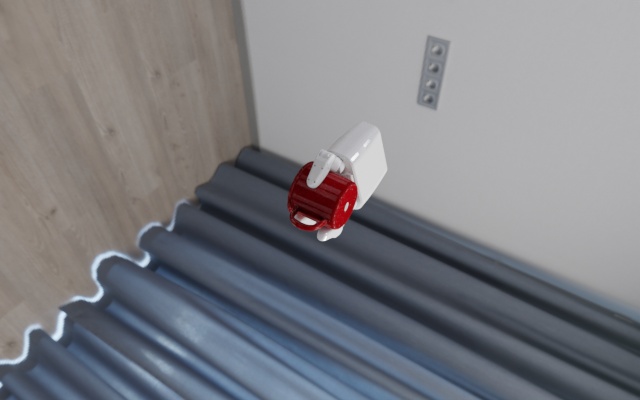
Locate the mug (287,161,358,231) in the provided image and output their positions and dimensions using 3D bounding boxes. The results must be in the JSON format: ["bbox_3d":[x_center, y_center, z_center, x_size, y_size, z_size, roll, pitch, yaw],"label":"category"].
[{"bbox_3d":[0.000,0.003,0.747,0.081,0.093,0.117,24,51,21],"label":"mug"}]
